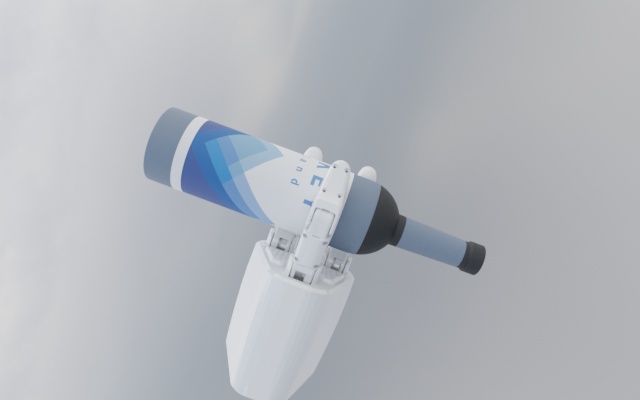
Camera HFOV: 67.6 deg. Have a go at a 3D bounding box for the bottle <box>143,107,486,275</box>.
[{"bbox_3d":[0.000,0.001,0.416,0.296,0.069,0.069,20,0,0],"label":"bottle"}]
